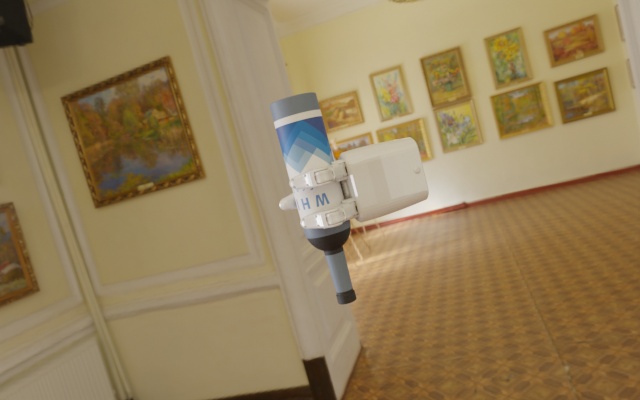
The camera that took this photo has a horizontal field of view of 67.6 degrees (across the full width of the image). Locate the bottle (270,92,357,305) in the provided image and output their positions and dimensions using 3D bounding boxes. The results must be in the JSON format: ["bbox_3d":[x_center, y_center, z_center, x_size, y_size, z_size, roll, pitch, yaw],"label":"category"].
[{"bbox_3d":[0.000,0.002,0.669,0.069,0.296,0.069,-15,5,1],"label":"bottle"}]
